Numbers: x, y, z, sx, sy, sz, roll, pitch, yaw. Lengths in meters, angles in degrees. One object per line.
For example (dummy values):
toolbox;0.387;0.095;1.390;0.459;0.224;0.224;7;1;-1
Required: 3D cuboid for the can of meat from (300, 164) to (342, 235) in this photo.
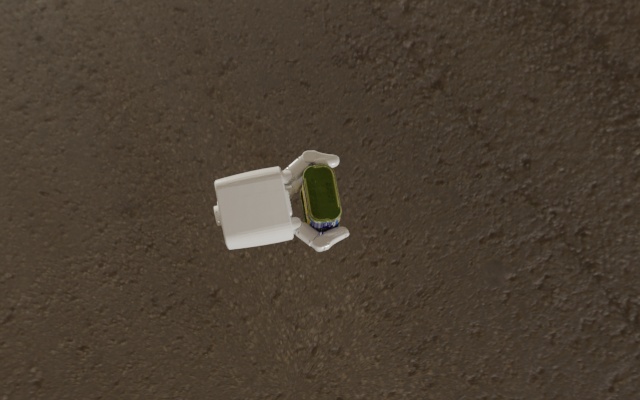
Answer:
can of meat;0.000;0.002;0.774;0.057;0.102;0.084;-8;-21;-6
